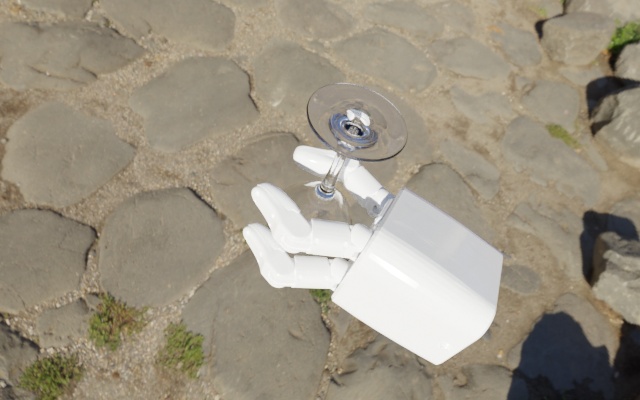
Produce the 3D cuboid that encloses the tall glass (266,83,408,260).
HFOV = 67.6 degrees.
[{"bbox_3d":[0.000,0.001,0.407,0.079,0.079,0.201,0,-35,-19],"label":"tall glass"}]
